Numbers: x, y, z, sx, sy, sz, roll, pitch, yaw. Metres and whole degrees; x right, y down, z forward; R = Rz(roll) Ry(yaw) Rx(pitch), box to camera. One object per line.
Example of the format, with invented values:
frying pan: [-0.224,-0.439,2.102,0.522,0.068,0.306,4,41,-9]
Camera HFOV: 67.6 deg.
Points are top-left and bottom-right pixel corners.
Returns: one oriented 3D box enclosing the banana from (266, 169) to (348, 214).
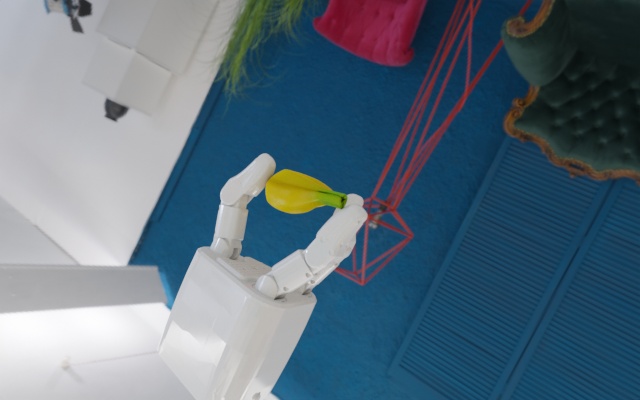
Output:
banana: [-0.017,-0.005,0.460,0.069,0.037,0.198,22,3,-2]
